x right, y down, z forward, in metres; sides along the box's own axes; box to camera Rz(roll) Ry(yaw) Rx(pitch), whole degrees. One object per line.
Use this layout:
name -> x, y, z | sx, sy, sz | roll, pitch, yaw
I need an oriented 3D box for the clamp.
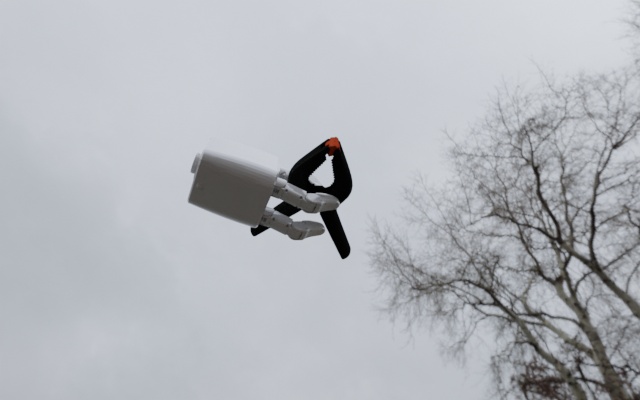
clamp -> 0.000, 0.001, 0.718 | 0.164, 0.210, 0.036 | 20, 36, -11
